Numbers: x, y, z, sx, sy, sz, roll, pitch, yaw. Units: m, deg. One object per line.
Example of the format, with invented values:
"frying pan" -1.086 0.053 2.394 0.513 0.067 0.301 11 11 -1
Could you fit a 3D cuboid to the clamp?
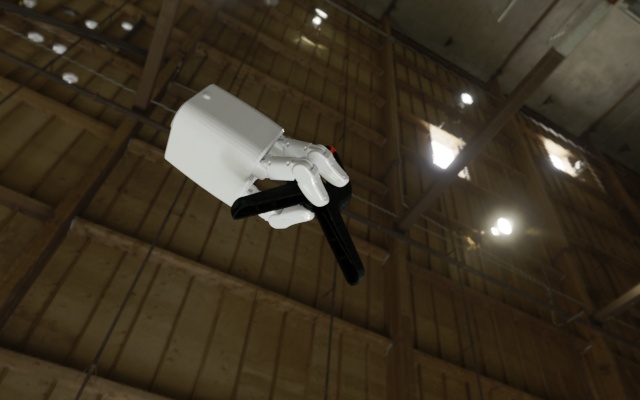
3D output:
"clamp" 0.000 0.002 0.587 0.164 0.036 0.210 36 36 -6
